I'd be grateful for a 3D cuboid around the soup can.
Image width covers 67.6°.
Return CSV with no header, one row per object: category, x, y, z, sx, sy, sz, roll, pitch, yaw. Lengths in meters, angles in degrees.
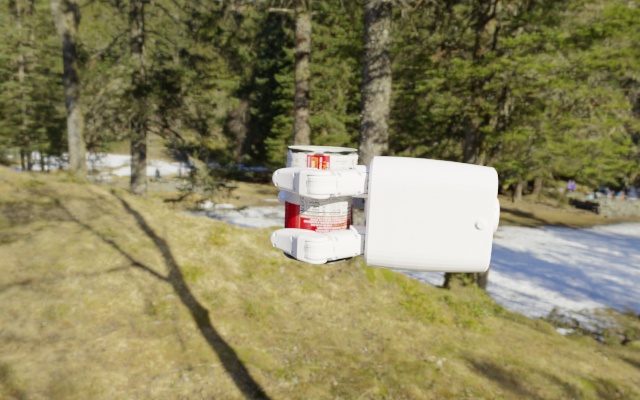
soup can,0.000,0.001,0.451,0.068,0.102,0.068,2,10,0
